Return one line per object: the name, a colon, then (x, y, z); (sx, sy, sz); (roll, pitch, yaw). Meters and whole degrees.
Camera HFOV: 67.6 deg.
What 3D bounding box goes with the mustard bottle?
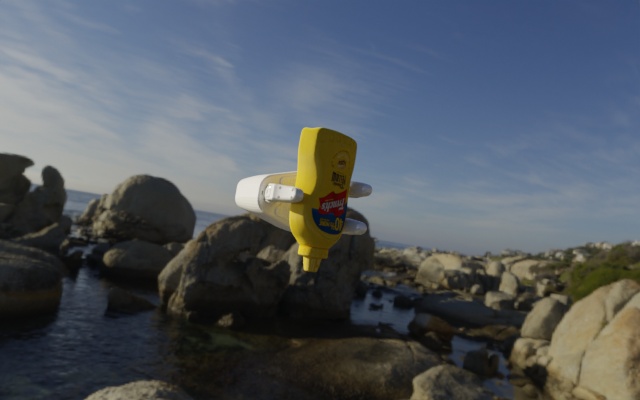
mustard bottle: (0.000, 0.002, 0.657); (0.058, 0.191, 0.096); (6, -5, 36)
